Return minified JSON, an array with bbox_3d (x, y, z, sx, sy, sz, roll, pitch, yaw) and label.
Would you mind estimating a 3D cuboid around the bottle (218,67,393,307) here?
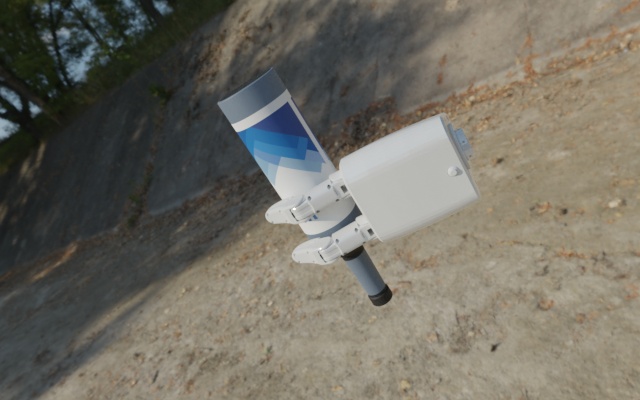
[{"bbox_3d":[0.000,0.002,0.524,0.069,0.296,0.069,-29,20,12],"label":"bottle"}]
